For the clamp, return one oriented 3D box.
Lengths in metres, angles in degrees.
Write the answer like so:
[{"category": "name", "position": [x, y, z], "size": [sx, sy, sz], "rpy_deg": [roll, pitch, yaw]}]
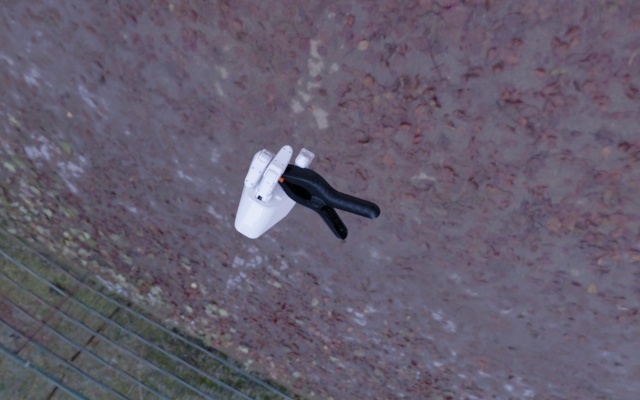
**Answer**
[{"category": "clamp", "position": [0.000, 0.003, 0.760], "size": [0.171, 0.039, 0.120], "rpy_deg": [31, -39, -1]}]
